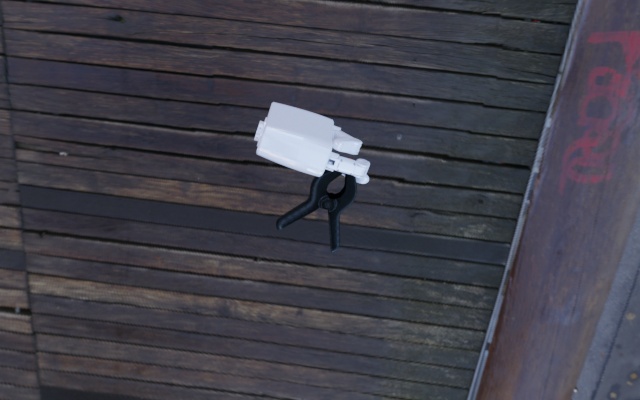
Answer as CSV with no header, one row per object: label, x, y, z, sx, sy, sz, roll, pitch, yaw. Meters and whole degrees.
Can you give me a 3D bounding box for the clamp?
clamp,0.000,0.003,0.809,0.120,0.171,0.039,14,19,-17
